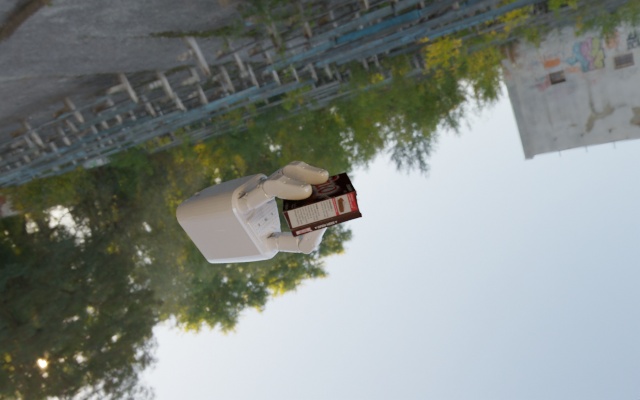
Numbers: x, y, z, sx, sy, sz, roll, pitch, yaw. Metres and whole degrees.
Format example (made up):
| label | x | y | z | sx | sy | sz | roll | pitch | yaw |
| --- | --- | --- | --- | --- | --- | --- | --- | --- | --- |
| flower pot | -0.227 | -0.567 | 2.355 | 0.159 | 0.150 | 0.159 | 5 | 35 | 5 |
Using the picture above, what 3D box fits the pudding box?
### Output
| label | x | y | z | sx | sy | sz | roll | pitch | yaw |
| --- | --- | --- | --- | --- | --- | --- | --- | --- | --- |
| pudding box | 0.000 | 0.002 | 0.605 | 0.090 | 0.039 | 0.113 | -17 | 17 | 1 |
